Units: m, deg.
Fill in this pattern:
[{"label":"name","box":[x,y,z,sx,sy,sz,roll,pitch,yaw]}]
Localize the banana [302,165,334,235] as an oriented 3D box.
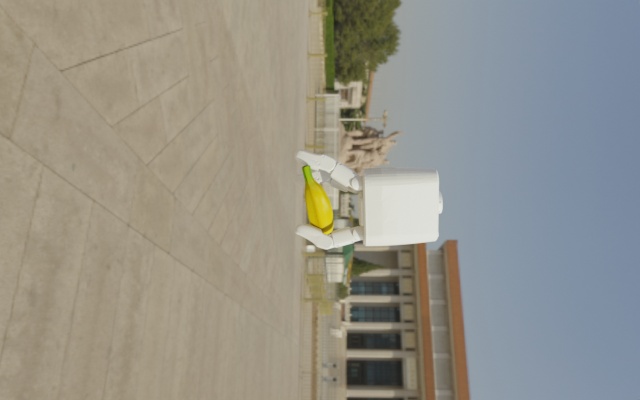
[{"label":"banana","box":[0.001,0.018,0.736,0.037,0.069,0.198,-5,-24,3]}]
